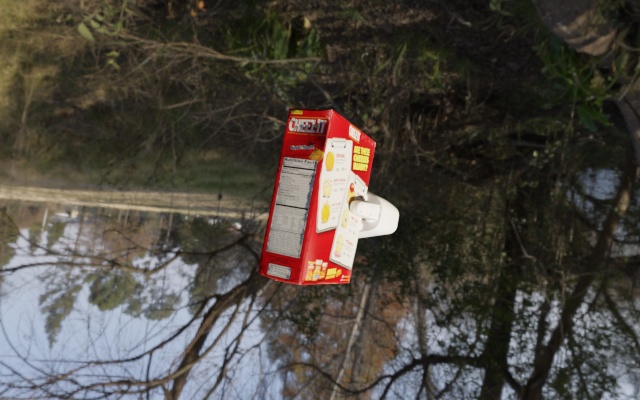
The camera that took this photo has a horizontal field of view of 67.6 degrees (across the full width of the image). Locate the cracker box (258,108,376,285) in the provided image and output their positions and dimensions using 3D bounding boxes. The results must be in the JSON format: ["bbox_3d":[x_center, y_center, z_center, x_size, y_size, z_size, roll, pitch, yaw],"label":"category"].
[{"bbox_3d":[0.000,0.002,0.645,0.072,0.213,0.164,8,-4,26],"label":"cracker box"}]
